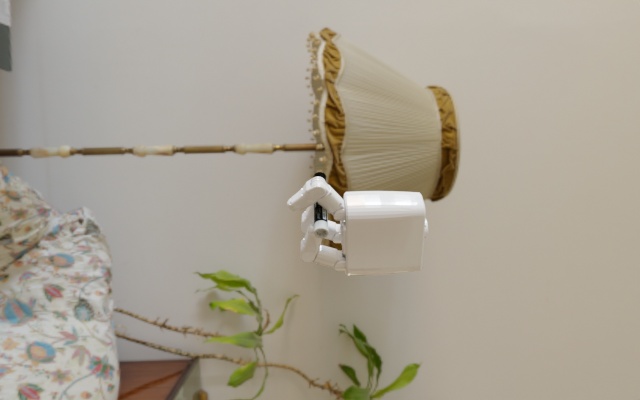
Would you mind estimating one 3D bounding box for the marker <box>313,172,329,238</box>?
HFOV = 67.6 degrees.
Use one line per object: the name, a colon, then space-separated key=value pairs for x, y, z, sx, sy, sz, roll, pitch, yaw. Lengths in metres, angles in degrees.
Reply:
marker: x=0.000 y=0.002 z=0.649 sx=0.020 sy=0.020 sz=0.121 roll=0 pitch=41 yaw=-1
